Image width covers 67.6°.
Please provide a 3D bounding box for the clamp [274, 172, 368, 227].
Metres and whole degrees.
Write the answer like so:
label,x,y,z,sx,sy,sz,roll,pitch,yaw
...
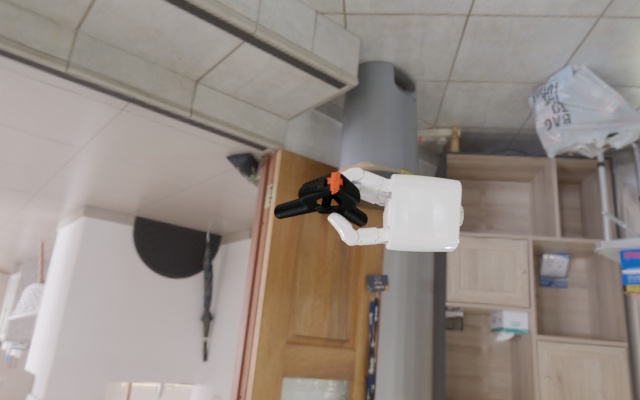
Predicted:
label,x,y,z,sx,sy,sz,roll,pitch,yaw
clamp,0.000,0.003,0.756,0.164,0.036,0.210,3,-17,2
